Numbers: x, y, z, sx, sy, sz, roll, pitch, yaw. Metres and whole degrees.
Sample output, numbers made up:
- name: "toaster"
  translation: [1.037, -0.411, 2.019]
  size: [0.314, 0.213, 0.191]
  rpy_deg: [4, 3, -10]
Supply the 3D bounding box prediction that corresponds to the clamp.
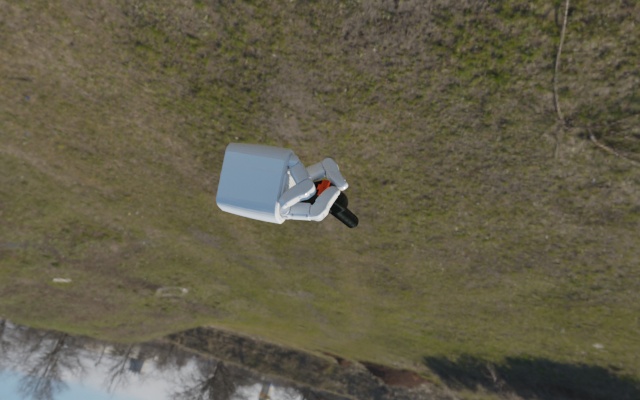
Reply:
- name: "clamp"
  translation: [0.000, 0.003, 0.832]
  size: [0.120, 0.039, 0.171]
  rpy_deg: [9, -20, 15]
